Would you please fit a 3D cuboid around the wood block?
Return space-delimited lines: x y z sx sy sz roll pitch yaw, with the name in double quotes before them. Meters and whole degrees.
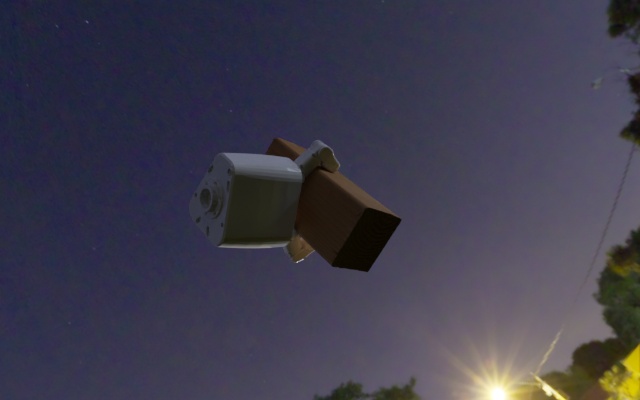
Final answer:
"wood block" 0.000 0.002 0.680 0.090 0.091 0.206 18 17 -49
